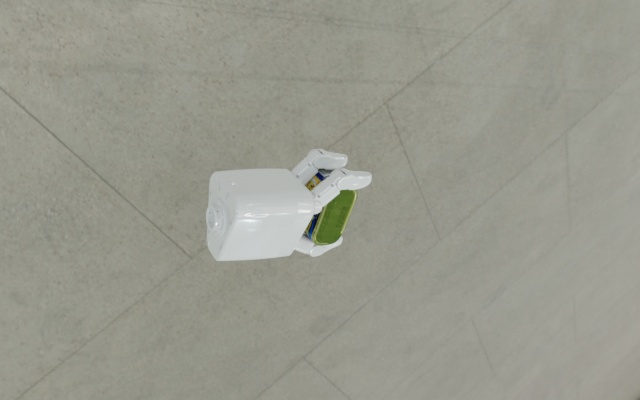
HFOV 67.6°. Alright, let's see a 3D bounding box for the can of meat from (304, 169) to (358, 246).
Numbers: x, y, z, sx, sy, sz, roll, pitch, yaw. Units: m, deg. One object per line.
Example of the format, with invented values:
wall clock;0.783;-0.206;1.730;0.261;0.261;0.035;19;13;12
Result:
can of meat;0.000;0.002;0.684;0.057;0.102;0.084;2;29;-36
